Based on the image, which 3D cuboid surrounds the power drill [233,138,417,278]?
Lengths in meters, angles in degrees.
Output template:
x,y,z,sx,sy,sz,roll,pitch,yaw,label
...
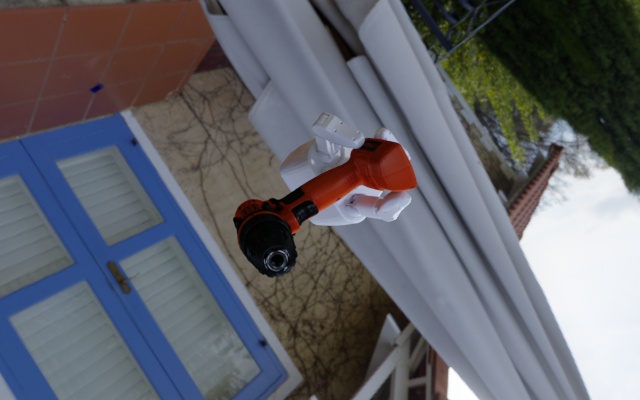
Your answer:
x,y,z,sx,sy,sz,roll,pitch,yaw,label
0.000,0.001,0.491,0.187,0.057,0.184,-27,17,-9,power drill
